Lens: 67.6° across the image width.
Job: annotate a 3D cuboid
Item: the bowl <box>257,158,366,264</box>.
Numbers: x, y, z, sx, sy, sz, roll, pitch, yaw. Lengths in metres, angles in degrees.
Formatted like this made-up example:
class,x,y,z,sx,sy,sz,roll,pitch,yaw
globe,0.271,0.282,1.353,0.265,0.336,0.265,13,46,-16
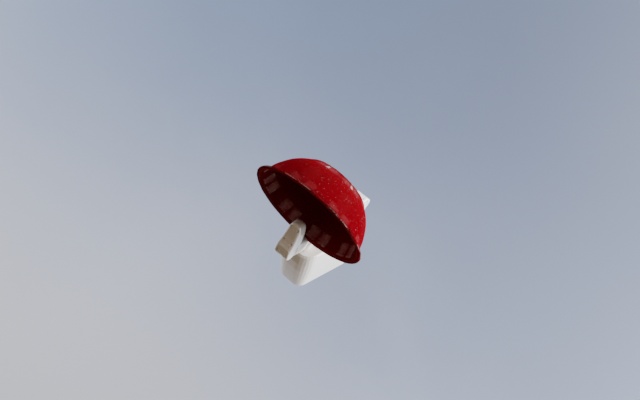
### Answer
class,x,y,z,sx,sy,sz,roll,pitch,yaw
bowl,0.001,0.001,0.573,0.055,0.162,0.162,-47,19,-19
